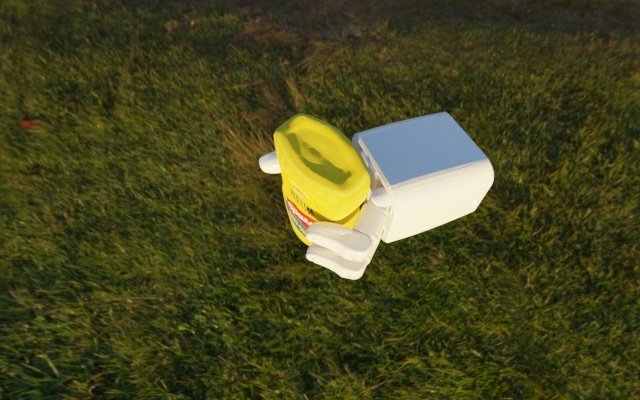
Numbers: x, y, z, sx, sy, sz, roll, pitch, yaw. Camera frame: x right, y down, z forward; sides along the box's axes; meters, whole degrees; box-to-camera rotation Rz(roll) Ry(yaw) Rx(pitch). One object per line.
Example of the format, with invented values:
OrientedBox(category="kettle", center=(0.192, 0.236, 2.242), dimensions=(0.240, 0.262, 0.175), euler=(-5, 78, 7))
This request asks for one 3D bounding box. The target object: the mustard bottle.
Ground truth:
OrientedBox(category="mustard bottle", center=(0.000, 0.002, 0.488), dimensions=(0.058, 0.096, 0.192), euler=(-41, -20, -18))
